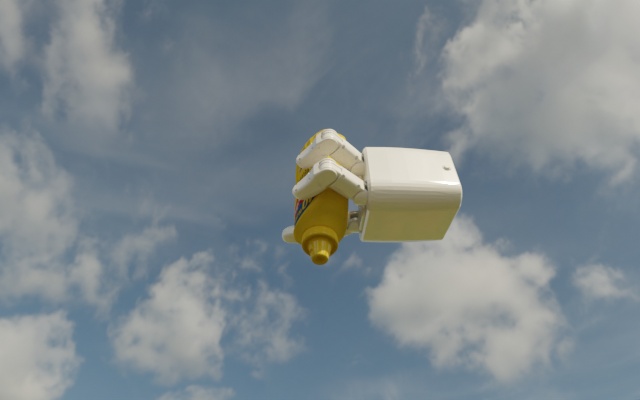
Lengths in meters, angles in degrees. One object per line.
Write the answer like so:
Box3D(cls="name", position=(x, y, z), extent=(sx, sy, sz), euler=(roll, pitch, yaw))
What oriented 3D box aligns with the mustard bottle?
Box3D(cls="mustard bottle", position=(0.000, 0.002, 0.584), extent=(0.058, 0.096, 0.191), euler=(21, 38, -18))
